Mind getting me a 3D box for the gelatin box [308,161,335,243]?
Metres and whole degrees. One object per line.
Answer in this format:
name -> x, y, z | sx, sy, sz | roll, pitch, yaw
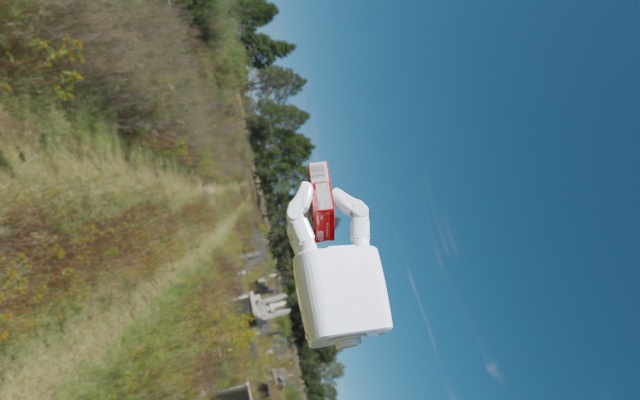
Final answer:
gelatin box -> 0.001, 0.002, 0.666 | 0.030, 0.089, 0.073 | -5, -36, -4
